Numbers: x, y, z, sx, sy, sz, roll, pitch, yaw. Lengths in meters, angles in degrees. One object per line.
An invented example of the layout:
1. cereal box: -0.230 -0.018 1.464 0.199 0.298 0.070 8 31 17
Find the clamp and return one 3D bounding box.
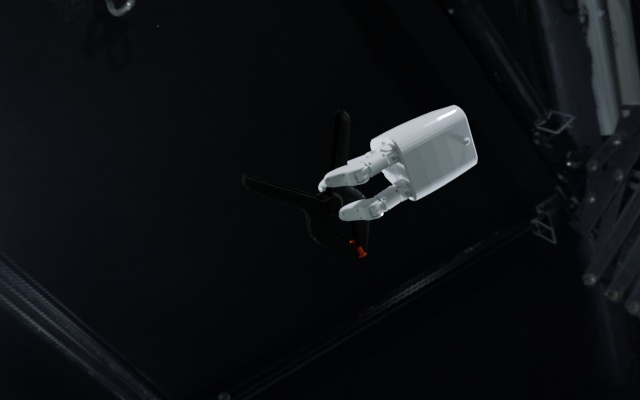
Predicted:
1. clamp: 0.000 0.002 0.661 0.164 0.210 0.036 -28 26 -8
